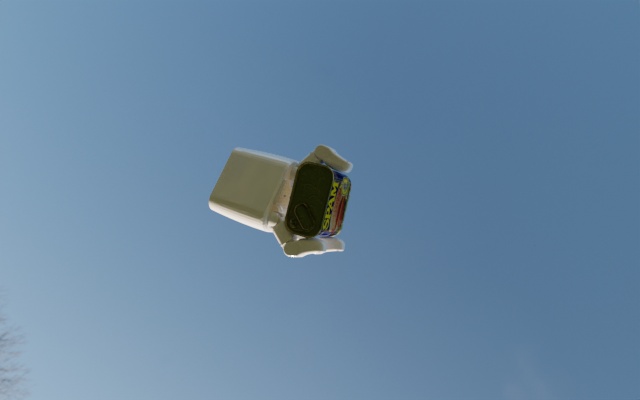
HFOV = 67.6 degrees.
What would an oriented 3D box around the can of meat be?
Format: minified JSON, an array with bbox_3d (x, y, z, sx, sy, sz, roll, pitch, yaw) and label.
[{"bbox_3d":[0.000,0.002,0.683,0.057,0.102,0.084,14,1,24],"label":"can of meat"}]
